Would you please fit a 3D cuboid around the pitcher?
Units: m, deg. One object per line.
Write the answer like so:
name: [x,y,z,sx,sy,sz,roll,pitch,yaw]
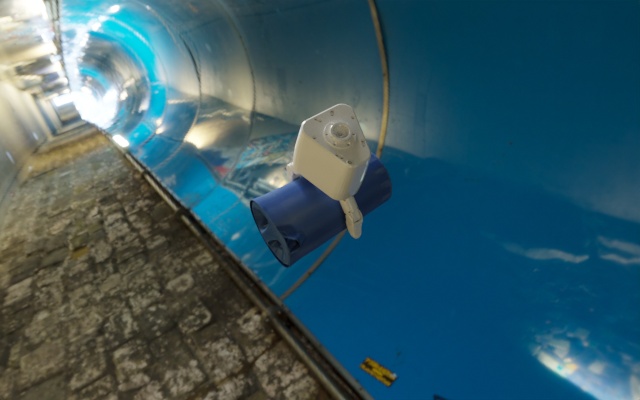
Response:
pitcher: [0.000,0.003,0.866,0.243,0.149,0.145,-29,-20,-20]
